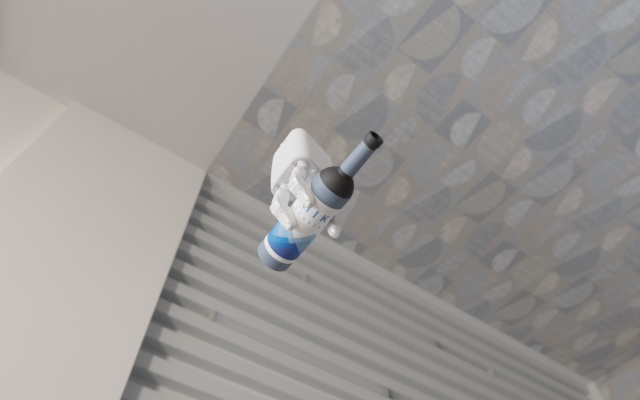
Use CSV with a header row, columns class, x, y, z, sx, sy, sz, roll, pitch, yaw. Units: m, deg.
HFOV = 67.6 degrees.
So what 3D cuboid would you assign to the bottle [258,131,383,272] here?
class,x,y,z,sx,sy,sz,roll,pitch,yaw
bottle,0.000,0.003,0.787,0.069,0.069,0.296,0,-42,-51
